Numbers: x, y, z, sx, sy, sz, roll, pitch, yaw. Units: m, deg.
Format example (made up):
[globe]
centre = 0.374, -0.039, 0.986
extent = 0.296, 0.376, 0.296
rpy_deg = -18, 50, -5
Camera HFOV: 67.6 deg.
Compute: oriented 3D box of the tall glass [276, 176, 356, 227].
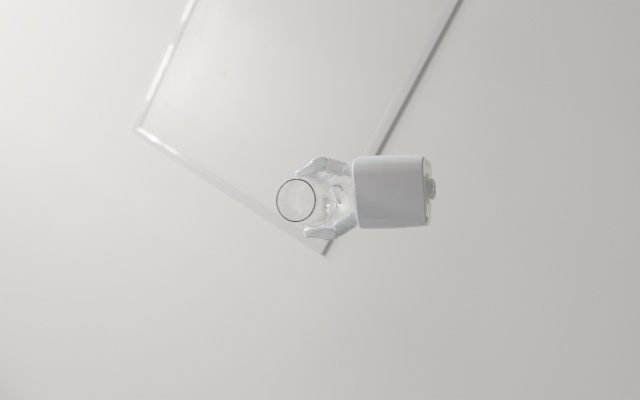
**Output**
[tall glass]
centre = 0.000, 0.003, 0.763
extent = 0.079, 0.079, 0.201
rpy_deg = 0, -1, 21
